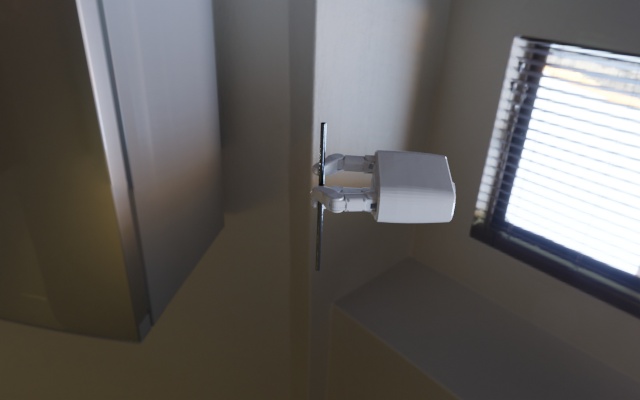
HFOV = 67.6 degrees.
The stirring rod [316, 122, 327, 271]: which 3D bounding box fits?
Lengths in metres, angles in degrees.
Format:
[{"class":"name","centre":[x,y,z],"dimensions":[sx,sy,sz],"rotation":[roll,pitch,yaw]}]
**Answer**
[{"class":"stirring rod","centre":[0.000,0.002,0.701],"dimensions":[0.011,0.240,0.011],"rotation":[2,27,-1]}]
